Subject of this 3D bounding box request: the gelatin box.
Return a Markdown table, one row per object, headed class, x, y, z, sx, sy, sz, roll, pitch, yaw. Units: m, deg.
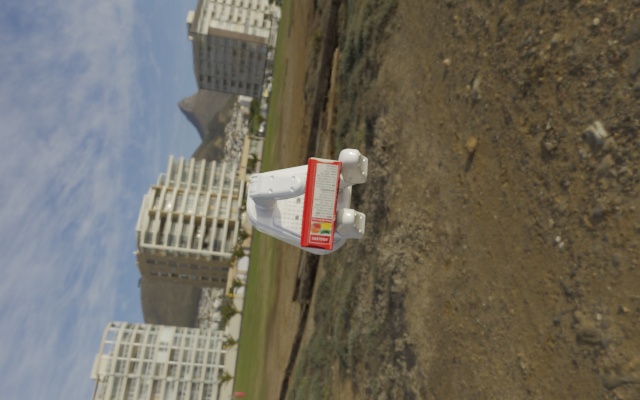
| class | x | y | z | sx | sy | sz | roll | pitch | yaw |
| --- | --- | --- | --- | --- | --- | --- | --- | --- | --- |
| gelatin box | 0.000 | 0.001 | 0.426 | 0.030 | 0.073 | 0.089 | 6 | 2 | -1 |
